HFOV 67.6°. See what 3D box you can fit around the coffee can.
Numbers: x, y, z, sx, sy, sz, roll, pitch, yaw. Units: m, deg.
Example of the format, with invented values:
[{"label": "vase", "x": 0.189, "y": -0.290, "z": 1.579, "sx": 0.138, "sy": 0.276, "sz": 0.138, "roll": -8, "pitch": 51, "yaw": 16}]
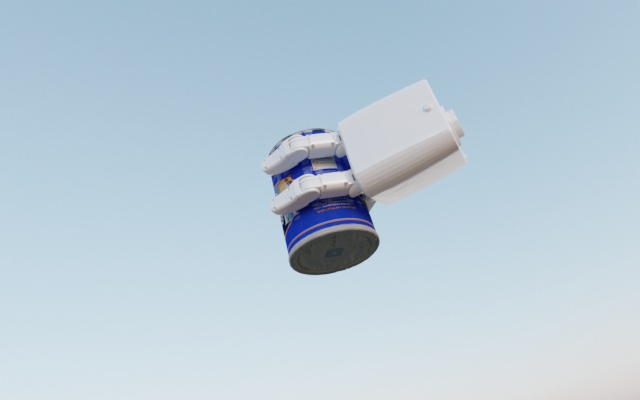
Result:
[{"label": "coffee can", "x": 0.000, "y": 0.002, "z": 0.559, "sx": 0.103, "sy": 0.140, "sz": 0.103, "roll": -11, "pitch": -32, "yaw": -7}]
